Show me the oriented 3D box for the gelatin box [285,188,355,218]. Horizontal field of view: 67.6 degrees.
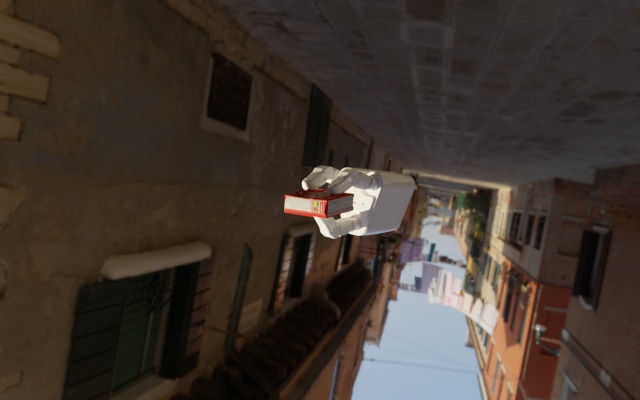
[{"bbox_3d":[0.000,0.003,0.722,0.073,0.030,0.089,8,12,30],"label":"gelatin box"}]
